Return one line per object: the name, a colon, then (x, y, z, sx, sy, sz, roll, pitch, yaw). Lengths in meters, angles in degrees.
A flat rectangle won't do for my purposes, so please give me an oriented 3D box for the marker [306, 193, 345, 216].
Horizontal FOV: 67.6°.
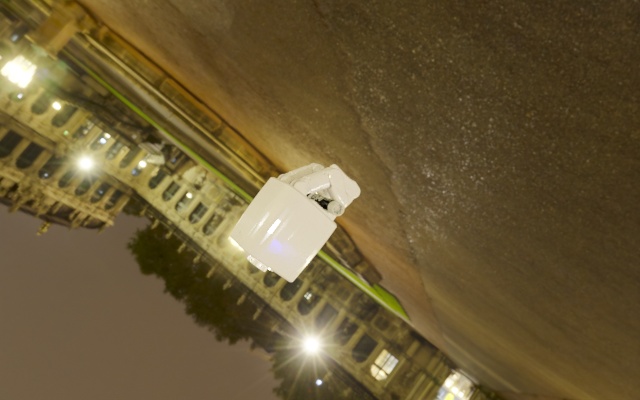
marker: (0.000, 0.002, 0.690, 0.020, 0.020, 0.121, 0, 9, -24)
